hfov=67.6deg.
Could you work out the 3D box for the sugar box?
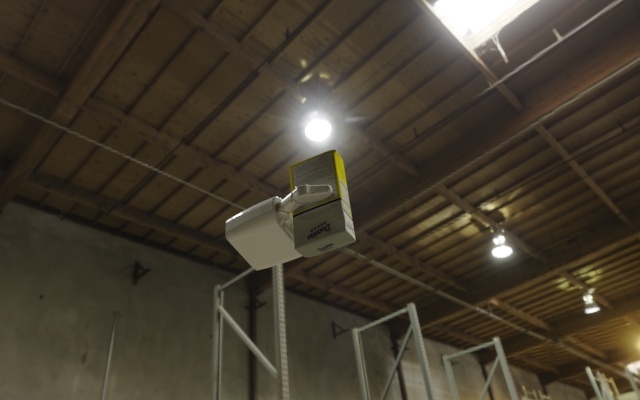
[{"bbox_3d":[0.000,0.003,0.800,0.093,0.176,0.048,-20,-38,19],"label":"sugar box"}]
